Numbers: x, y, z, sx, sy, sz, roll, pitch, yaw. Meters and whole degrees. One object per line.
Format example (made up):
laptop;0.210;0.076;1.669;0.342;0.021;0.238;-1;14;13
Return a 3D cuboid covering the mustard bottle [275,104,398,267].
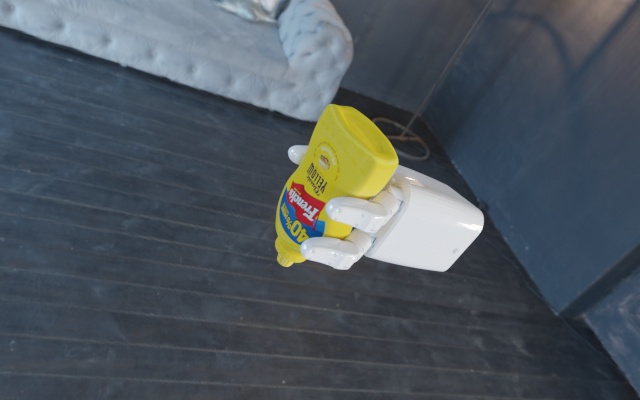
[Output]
mustard bottle;0.000;0.001;0.505;0.058;0.192;0.096;-3;45;-41
